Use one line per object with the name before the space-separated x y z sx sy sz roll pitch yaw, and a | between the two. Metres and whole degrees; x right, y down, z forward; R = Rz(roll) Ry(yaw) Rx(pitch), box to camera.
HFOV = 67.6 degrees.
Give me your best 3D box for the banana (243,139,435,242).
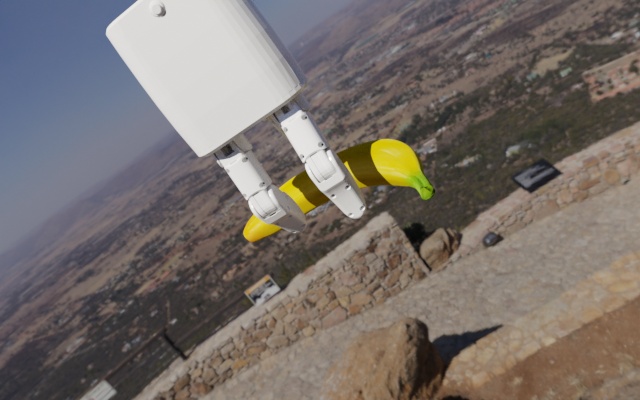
banana | 0.009 -0.012 0.413 0.198 0.037 0.069 -18 31 38
